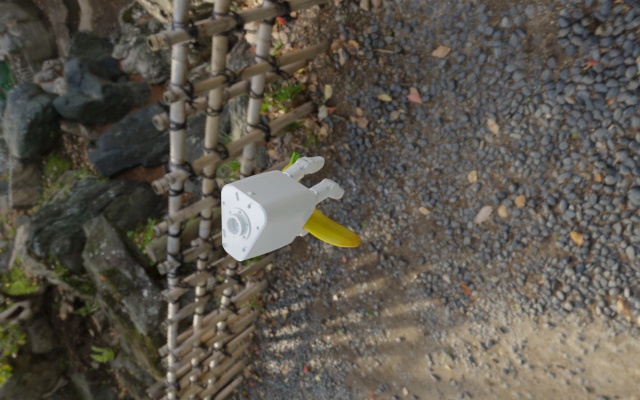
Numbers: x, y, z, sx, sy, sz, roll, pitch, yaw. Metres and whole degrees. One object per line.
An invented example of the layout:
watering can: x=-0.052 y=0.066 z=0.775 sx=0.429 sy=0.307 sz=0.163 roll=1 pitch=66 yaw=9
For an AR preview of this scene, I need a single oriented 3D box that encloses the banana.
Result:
banana: x=-0.014 y=0.012 z=0.789 sx=0.070 sy=0.197 sz=0.037 roll=-43 pitch=-20 yaw=21
